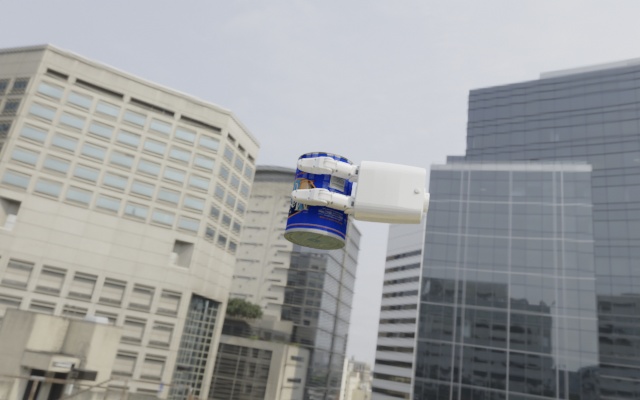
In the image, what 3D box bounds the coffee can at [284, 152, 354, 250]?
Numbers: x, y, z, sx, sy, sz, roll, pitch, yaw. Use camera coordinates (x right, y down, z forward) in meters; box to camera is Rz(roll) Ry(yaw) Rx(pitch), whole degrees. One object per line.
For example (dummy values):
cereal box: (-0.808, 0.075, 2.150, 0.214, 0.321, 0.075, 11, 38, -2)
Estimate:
coffee can: (0.000, 0.003, 0.810, 0.103, 0.140, 0.103, 8, -19, 3)
